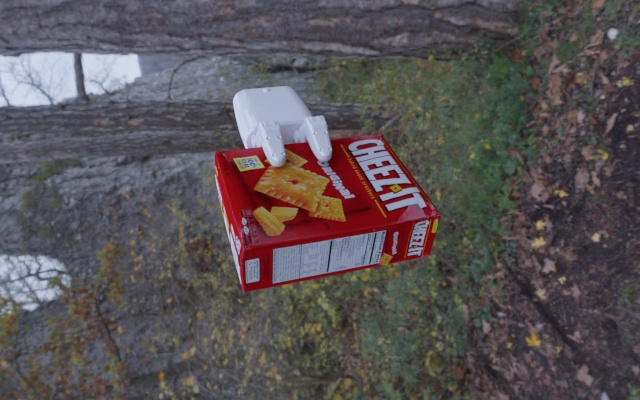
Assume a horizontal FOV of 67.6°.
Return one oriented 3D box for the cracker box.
[{"bbox_3d":[0.000,0.002,0.539,0.213,0.072,0.164,-9,43,-16],"label":"cracker box"}]
